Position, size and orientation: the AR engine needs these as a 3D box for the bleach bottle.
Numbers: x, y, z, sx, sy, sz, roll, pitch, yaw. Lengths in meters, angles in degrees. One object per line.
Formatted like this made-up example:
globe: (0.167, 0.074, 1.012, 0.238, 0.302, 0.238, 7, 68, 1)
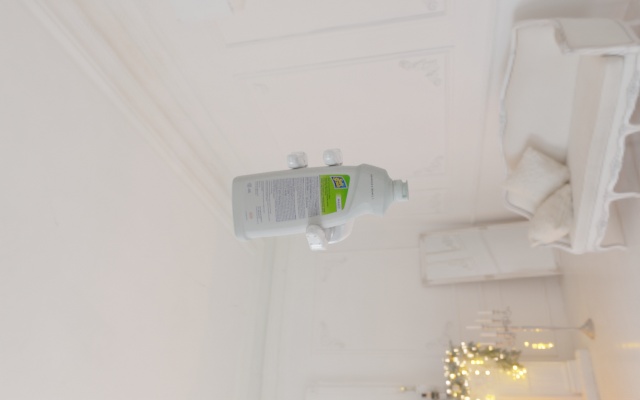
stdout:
bleach bottle: (0.000, 0.002, 0.690, 0.251, 0.102, 0.068, -4, -1, 13)
